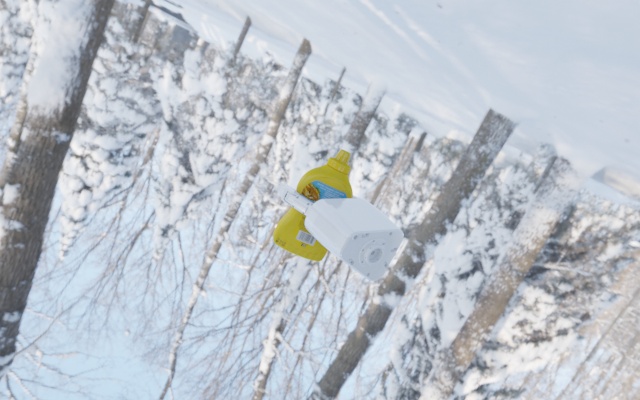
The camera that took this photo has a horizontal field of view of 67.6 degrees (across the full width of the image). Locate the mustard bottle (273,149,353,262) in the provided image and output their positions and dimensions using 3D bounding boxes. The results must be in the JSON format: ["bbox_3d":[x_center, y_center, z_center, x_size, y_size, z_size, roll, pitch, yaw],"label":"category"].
[{"bbox_3d":[0.000,0.003,0.807,0.096,0.192,0.058,24,11,-13],"label":"mustard bottle"}]
